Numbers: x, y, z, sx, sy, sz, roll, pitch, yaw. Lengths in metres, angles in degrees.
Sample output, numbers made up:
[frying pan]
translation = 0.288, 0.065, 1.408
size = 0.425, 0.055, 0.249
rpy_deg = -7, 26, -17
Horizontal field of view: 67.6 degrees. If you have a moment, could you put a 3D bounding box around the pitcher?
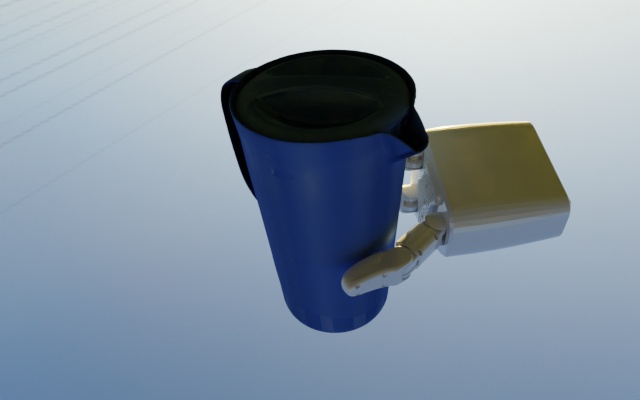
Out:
[pitcher]
translation = 0.000, 0.001, 0.421
size = 0.145, 0.243, 0.149
rpy_deg = -9, 42, -5
